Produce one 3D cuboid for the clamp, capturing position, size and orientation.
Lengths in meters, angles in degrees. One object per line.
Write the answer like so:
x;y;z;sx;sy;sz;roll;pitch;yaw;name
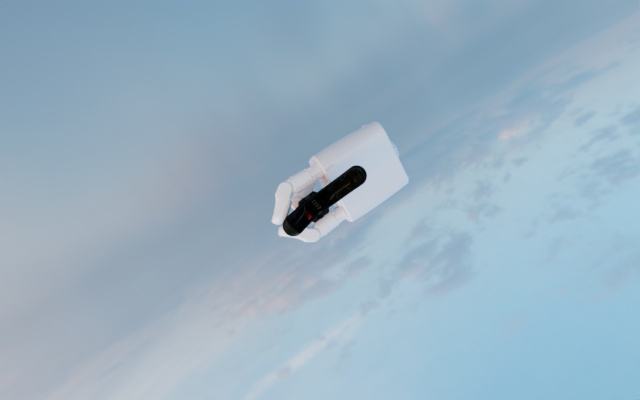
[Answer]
0.000;0.003;0.622;0.120;0.039;0.171;-32;3;-6;clamp
